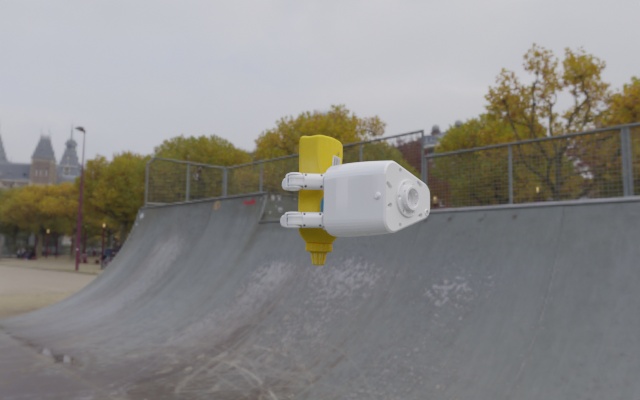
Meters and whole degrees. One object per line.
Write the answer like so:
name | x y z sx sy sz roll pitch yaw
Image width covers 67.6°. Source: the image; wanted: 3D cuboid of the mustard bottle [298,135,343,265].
mustard bottle | 0.000 0.002 0.731 0.058 0.191 0.096 -1 -5 21
